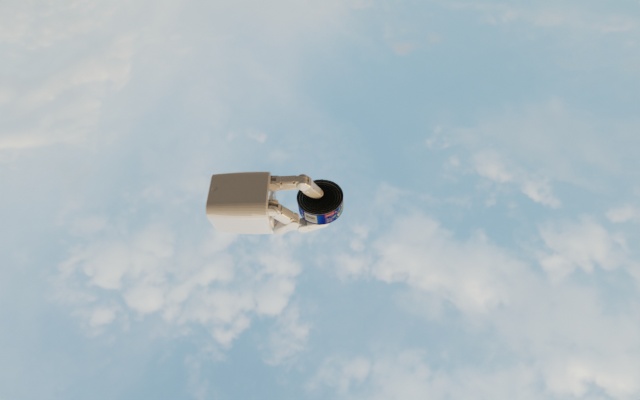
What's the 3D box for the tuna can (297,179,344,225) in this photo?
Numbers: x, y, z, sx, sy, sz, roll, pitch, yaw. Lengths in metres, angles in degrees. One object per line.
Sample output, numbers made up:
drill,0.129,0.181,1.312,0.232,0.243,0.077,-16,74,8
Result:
tuna can,0.000,0.003,0.880,0.086,0.086,0.034,0,-41,6
